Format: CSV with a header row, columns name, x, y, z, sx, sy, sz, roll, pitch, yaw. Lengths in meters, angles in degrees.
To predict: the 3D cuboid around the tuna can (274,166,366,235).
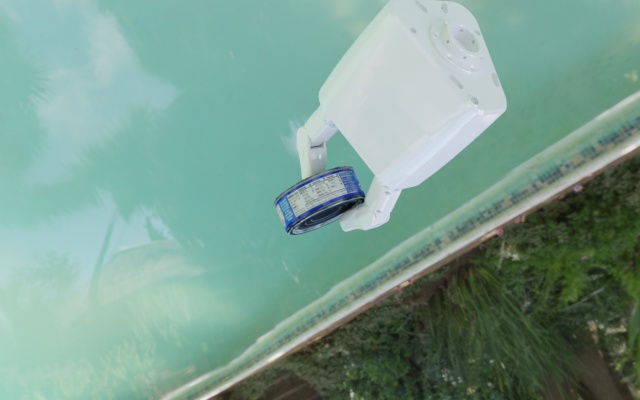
name,x,y,z,sx,sy,sz,roll,pitch,yaw
tuna can,0.000,0.002,0.464,0.086,0.033,0.086,-23,-12,-5
